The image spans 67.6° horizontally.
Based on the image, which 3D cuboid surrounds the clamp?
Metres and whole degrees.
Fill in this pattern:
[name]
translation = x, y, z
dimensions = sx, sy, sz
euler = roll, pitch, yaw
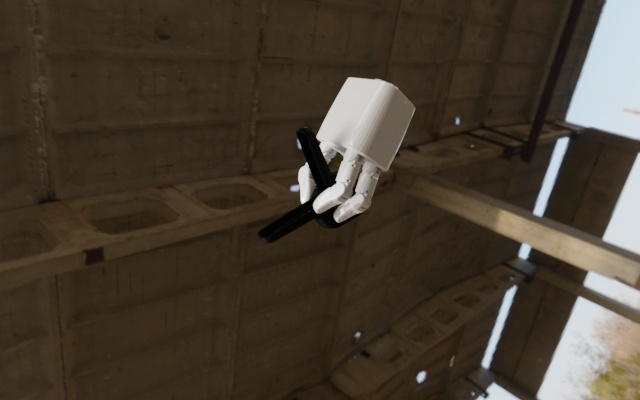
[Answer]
[clamp]
translation = 0.000, 0.002, 0.712
dimensions = 0.036, 0.164, 0.210
euler = 27, 1, 38
